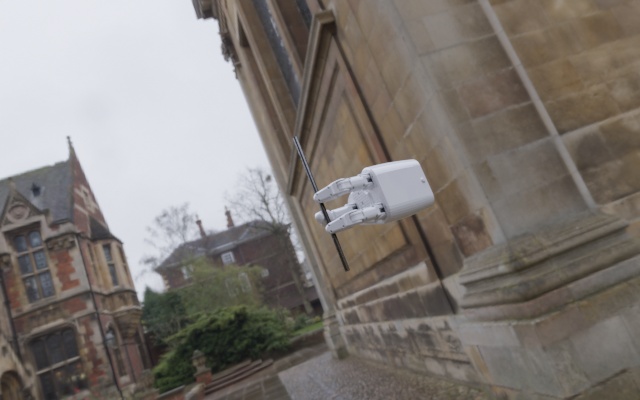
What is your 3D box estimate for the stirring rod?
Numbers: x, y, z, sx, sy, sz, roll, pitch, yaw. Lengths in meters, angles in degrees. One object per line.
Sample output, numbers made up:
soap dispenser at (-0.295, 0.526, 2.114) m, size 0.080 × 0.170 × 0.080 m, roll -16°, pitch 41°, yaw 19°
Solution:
stirring rod at (0.000, 0.003, 0.784) m, size 0.011 × 0.239 × 0.011 m, roll -21°, pitch -12°, yaw -5°
